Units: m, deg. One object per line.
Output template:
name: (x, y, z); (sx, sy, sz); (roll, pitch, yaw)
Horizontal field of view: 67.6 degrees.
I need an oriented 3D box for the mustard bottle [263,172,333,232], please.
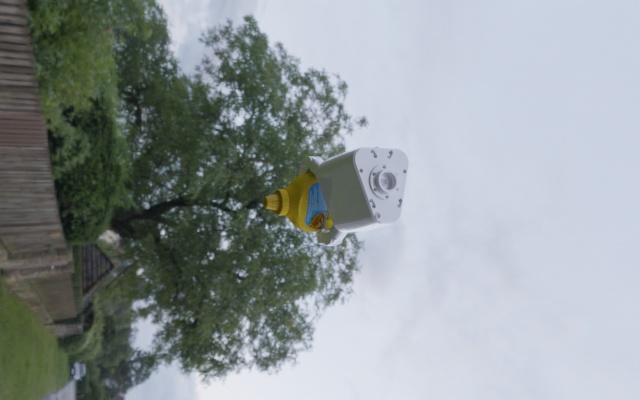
mustard bottle: (0.000, 0.003, 0.778); (0.191, 0.096, 0.058); (-1, 18, -27)
